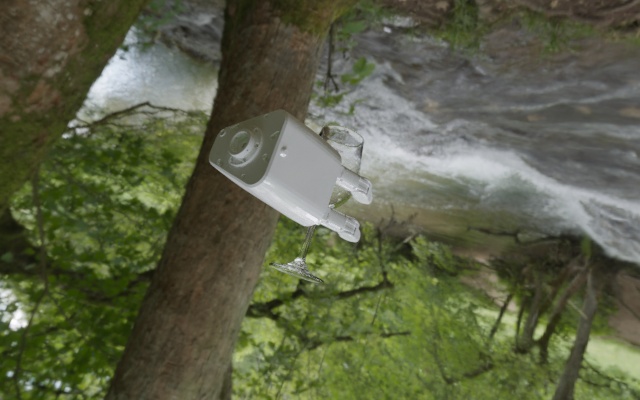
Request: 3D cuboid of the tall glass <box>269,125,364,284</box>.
[{"bbox_3d":[0.000,0.003,0.631,0.079,0.201,0.079,18,-14,5],"label":"tall glass"}]
